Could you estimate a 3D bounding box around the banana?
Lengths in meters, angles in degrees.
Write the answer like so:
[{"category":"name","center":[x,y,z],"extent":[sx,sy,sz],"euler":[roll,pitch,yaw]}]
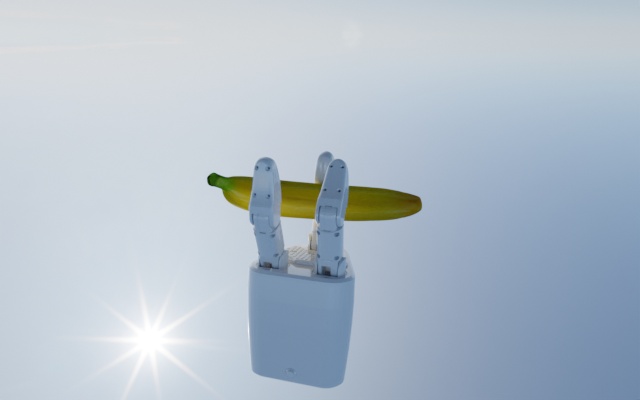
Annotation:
[{"category":"banana","center":[-0.006,0.001,0.458],"extent":[0.198,0.037,0.069],"euler":[5,1,-8]}]
